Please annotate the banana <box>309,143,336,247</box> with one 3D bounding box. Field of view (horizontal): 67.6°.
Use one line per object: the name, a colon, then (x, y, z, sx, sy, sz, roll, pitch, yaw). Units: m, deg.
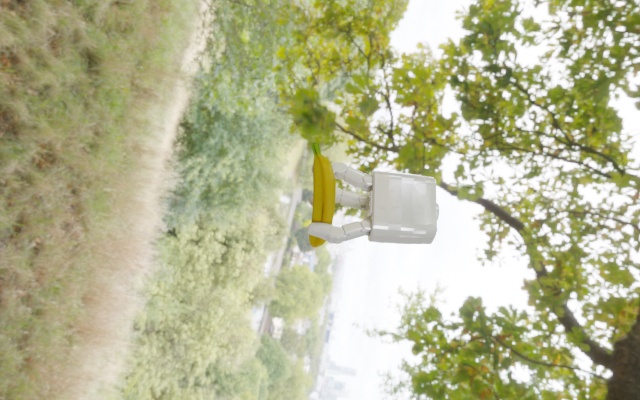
banana: (0.002, 0.009, 0.787, 0.037, 0.198, 0.069, -1, 29, -7)
